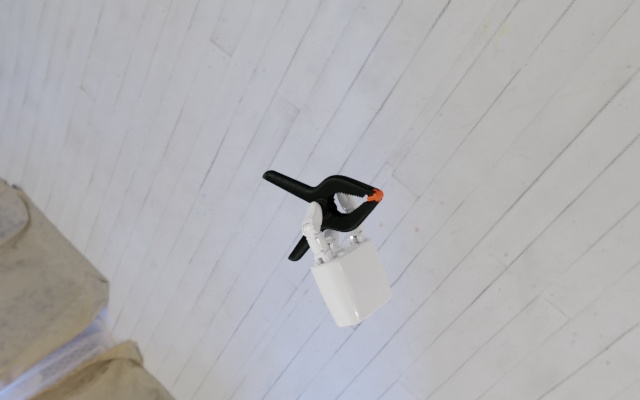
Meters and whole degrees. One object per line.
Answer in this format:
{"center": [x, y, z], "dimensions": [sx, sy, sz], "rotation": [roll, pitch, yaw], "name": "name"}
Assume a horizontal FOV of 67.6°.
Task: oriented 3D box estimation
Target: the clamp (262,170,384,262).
{"center": [0.000, 0.003, 0.780], "dimensions": [0.210, 0.164, 0.036], "rotation": [-21, 5, 33], "name": "clamp"}
